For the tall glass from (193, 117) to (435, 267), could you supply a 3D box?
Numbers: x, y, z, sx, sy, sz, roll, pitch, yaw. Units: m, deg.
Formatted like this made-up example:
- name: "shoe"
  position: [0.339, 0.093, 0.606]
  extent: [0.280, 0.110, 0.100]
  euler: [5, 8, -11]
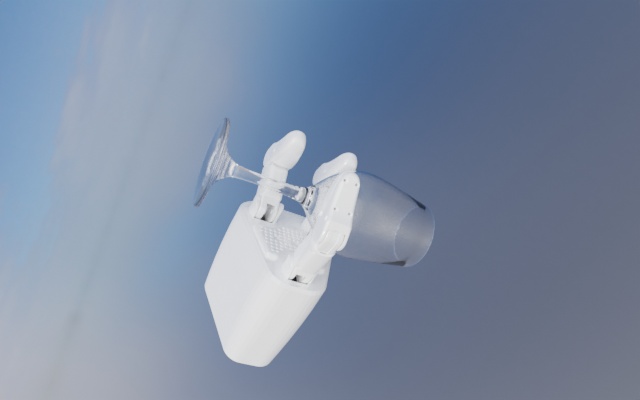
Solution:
- name: "tall glass"
  position: [0.000, 0.001, 0.410]
  extent: [0.201, 0.079, 0.079]
  euler: [20, -8, -22]
